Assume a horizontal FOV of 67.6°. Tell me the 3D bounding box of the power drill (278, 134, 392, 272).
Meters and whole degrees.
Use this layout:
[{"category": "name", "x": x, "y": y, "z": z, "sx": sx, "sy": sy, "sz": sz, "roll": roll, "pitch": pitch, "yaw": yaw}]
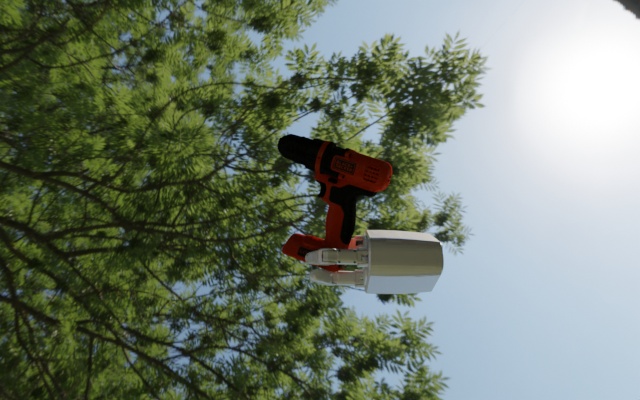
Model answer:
[{"category": "power drill", "x": 0.000, "y": 0.003, "z": 0.738, "sx": 0.184, "sy": 0.188, "sz": 0.057, "roll": 19, "pitch": 13, "yaw": 17}]
